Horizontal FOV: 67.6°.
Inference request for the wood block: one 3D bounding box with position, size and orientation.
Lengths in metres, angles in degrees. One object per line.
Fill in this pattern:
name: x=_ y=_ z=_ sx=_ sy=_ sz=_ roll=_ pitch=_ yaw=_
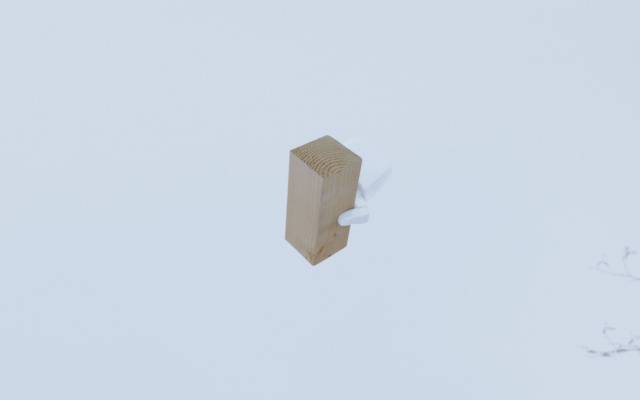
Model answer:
wood block: x=0.001 y=0.003 z=0.845 sx=0.090 sy=0.206 sz=0.090 roll=-27 pitch=51 yaw=-32
